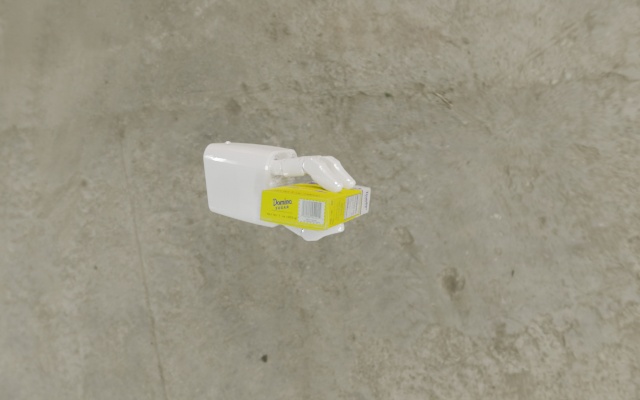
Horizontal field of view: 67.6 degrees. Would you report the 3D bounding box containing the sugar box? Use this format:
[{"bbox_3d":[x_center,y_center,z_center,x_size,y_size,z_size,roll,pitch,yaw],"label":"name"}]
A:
[{"bbox_3d":[0.000,0.002,0.658,0.093,0.048,0.176,9,12,21],"label":"sugar box"}]
